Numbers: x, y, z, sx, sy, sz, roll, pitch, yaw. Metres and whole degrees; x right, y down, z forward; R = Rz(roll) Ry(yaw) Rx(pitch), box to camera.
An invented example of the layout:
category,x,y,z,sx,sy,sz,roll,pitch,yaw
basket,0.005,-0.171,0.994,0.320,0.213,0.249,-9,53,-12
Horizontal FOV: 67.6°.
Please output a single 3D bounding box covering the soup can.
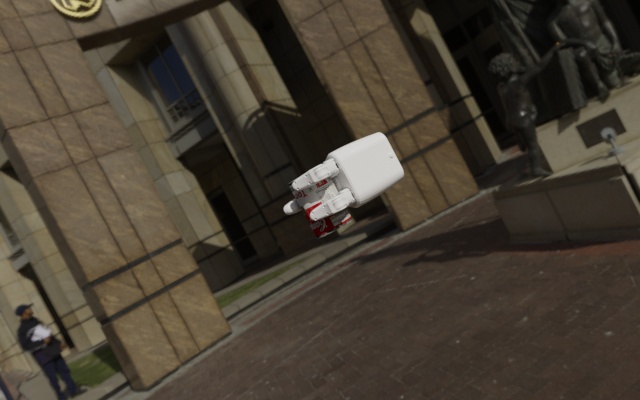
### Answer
category,x,y,z,sx,sy,sz,roll,pitch,yaw
soup can,0.000,0.003,0.784,0.068,0.102,0.068,-28,1,1
